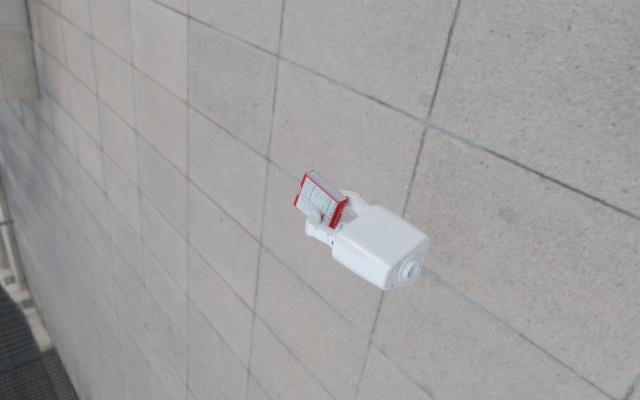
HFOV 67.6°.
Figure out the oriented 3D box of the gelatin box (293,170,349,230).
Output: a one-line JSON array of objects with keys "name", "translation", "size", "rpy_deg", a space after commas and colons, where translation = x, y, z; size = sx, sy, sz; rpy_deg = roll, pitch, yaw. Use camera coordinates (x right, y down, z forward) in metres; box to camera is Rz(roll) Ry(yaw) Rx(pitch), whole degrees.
[{"name": "gelatin box", "translation": [0.000, 0.003, 0.825], "size": [0.089, 0.073, 0.030], "rpy_deg": [41, 41, 24]}]
